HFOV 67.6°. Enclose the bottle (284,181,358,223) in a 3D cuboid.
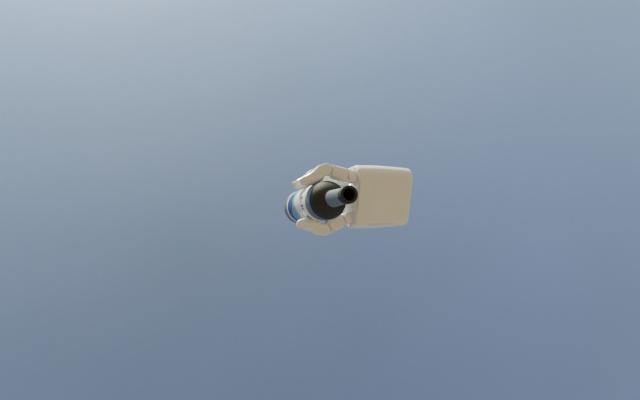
[{"bbox_3d":[0.000,0.003,0.837,0.069,0.069,0.296,0,-5,-17],"label":"bottle"}]
